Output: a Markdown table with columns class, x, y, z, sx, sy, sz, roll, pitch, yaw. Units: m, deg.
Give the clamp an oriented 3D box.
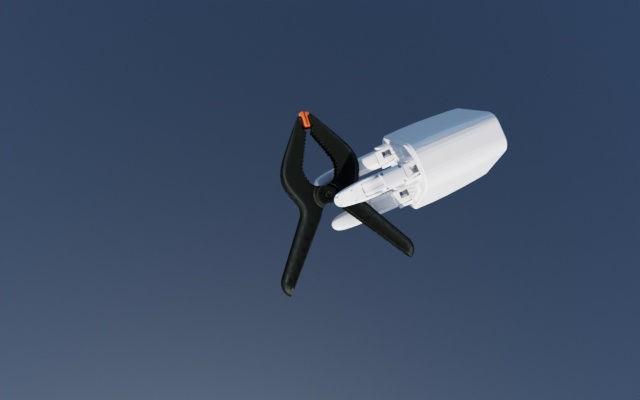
| class | x | y | z | sx | sy | sz | roll | pitch | yaw |
| --- | --- | --- | --- | --- | --- | --- | --- | --- | --- |
| clamp | 0.000 | 0.001 | 0.563 | 0.164 | 0.210 | 0.036 | -24 | 2 | -8 |
